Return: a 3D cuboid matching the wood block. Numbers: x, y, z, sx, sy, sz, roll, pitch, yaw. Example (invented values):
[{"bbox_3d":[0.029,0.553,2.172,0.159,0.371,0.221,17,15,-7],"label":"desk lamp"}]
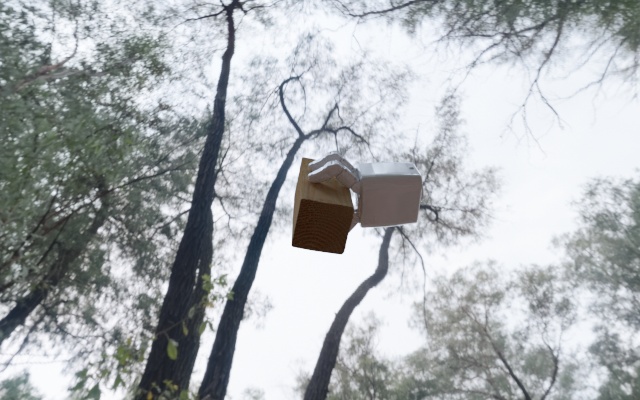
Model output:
[{"bbox_3d":[0.000,0.003,0.859,0.090,0.091,0.206,9,23,-6],"label":"wood block"}]
